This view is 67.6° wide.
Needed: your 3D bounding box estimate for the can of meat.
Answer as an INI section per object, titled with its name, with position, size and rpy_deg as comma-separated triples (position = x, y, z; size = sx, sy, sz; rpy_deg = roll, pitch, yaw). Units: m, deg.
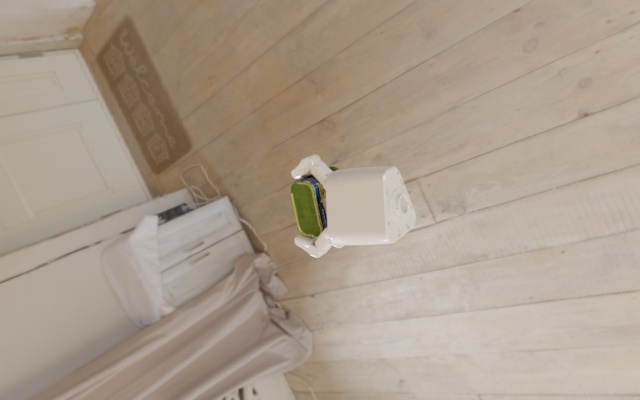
[can of meat]
position = 0.000, 0.003, 0.799
size = 0.057, 0.102, 0.084
rpy_deg = 0, 18, 39
